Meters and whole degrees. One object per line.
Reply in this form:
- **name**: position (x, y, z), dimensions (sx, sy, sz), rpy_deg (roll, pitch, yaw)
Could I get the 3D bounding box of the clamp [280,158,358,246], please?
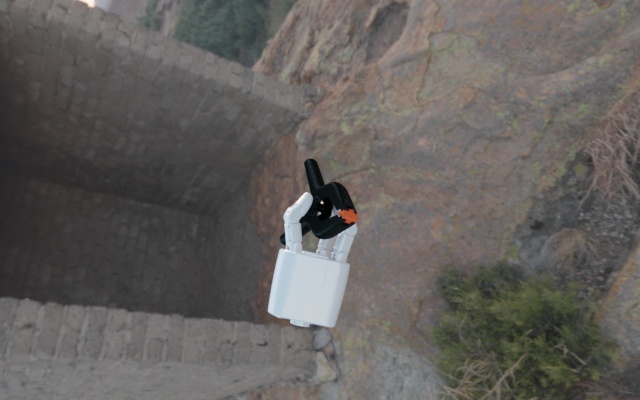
- **clamp**: position (0.000, 0.003, 0.797), dimensions (0.036, 0.164, 0.210), rpy_deg (18, -8, -27)
